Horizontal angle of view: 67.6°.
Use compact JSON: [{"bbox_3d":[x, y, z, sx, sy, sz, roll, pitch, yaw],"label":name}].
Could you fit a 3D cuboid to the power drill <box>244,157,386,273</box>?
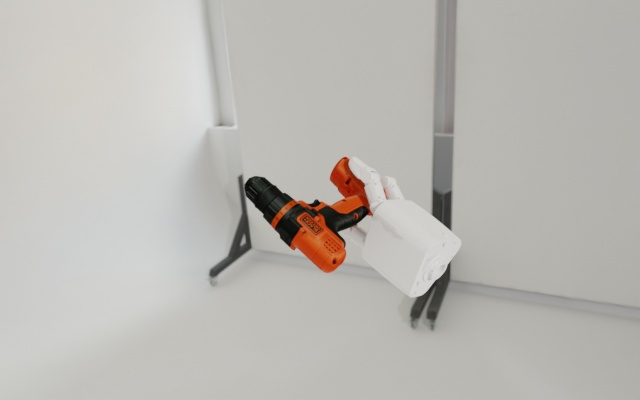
[{"bbox_3d":[0.001,0.002,0.732,0.187,0.184,0.057,-36,-15,-41],"label":"power drill"}]
